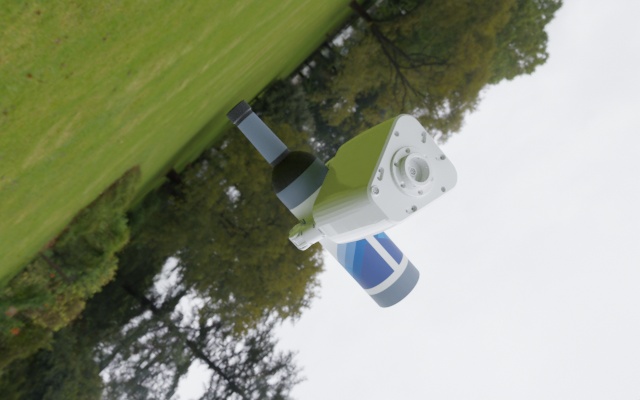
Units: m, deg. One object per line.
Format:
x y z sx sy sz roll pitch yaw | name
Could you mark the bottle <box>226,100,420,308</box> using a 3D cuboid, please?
0.000 0.002 0.567 0.069 0.296 0.069 -41 10 9 | bottle
